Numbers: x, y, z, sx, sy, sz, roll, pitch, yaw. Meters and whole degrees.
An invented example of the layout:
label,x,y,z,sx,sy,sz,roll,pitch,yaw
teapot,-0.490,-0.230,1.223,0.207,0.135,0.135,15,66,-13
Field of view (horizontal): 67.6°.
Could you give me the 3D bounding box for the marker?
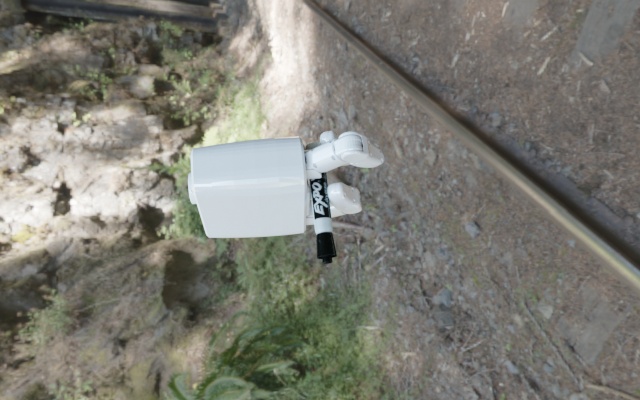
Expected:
label,x,y,z,sx,sy,sz,roll,pitch,yaw
marker,0.000,0.002,0.464,0.020,0.121,0.020,-6,-18,-2
